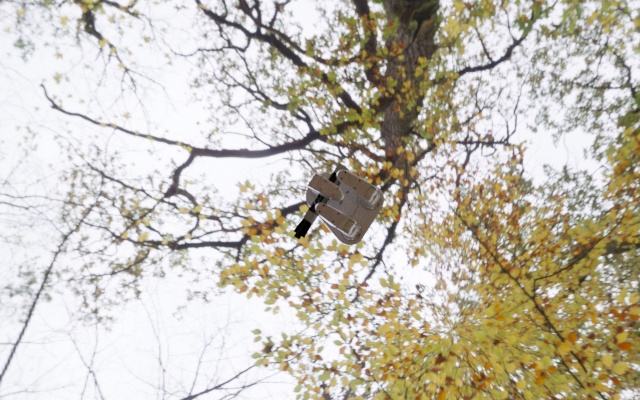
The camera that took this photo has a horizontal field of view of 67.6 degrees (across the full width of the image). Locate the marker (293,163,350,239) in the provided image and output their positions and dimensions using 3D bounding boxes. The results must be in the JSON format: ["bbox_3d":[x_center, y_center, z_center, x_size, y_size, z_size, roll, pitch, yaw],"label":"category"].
[{"bbox_3d":[0.000,0.002,0.668,0.020,0.121,0.020,34,-4,3],"label":"marker"}]
